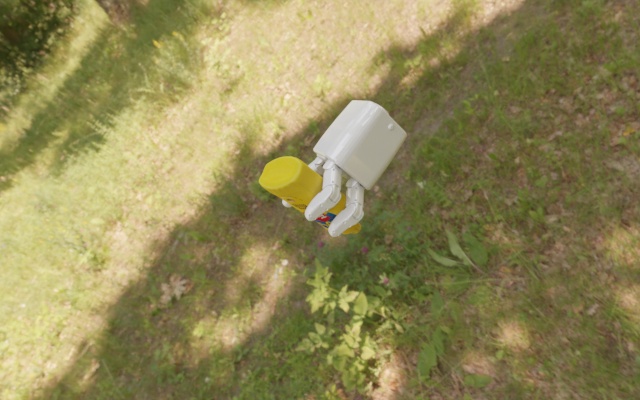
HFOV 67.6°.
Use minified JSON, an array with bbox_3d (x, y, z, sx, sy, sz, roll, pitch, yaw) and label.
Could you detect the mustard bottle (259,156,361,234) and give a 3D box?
[{"bbox_3d":[0.000,0.003,0.755,0.096,0.058,0.192,0,-28,48],"label":"mustard bottle"}]
